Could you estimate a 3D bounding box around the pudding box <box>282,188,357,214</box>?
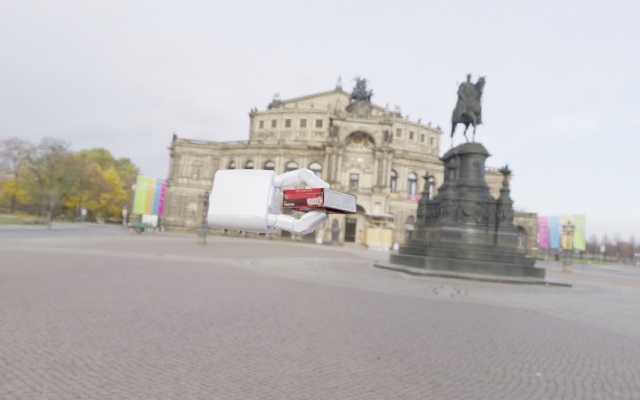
[{"bbox_3d":[0.000,0.003,0.854,0.090,0.039,0.113,-1,-6,35],"label":"pudding box"}]
